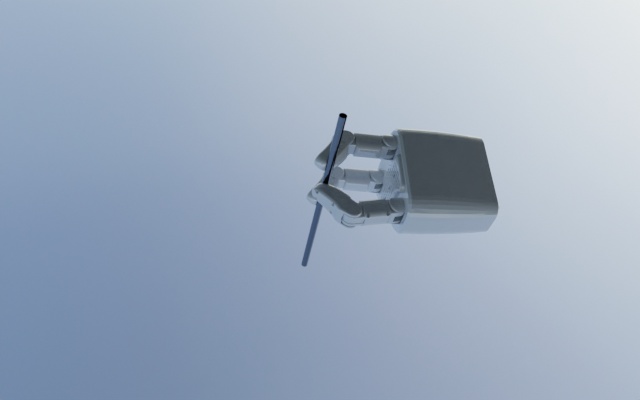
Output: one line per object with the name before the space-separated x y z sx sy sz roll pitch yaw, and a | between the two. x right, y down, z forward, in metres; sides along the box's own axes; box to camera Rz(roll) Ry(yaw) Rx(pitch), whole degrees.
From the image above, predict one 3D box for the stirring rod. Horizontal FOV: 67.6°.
stirring rod | 0.000 0.002 0.529 0.011 0.011 0.240 0 -42 -13
